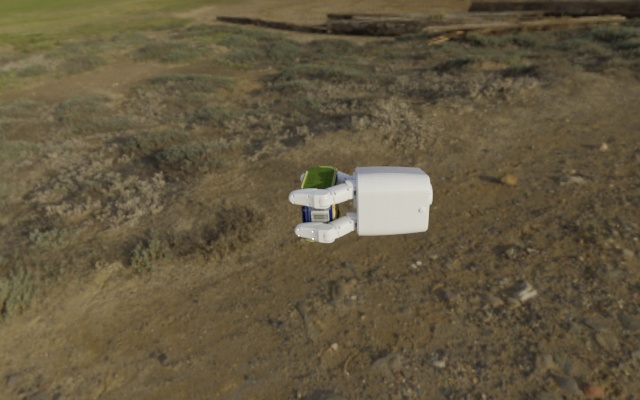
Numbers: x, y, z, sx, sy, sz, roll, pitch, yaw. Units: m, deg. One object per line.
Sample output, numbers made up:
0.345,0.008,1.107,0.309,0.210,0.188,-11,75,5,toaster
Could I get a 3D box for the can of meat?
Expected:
0.000,0.002,0.751,0.057,0.084,0.102,1,29,7,can of meat
